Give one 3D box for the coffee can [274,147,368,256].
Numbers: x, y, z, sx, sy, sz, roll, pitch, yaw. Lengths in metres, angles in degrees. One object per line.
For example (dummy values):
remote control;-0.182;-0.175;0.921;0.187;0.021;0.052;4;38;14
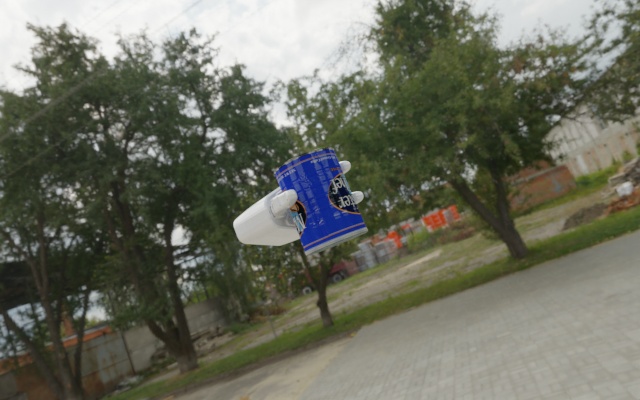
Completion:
coffee can;0.000;0.003;0.741;0.103;0.140;0.103;-22;-7;-3
